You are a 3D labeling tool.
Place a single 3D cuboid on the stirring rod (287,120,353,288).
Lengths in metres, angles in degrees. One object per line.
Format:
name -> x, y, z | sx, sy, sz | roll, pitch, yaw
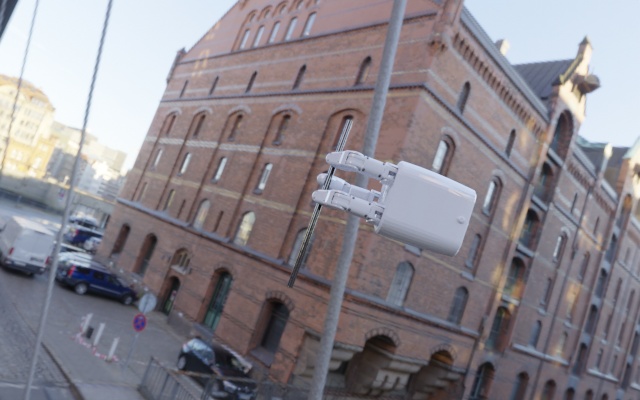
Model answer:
stirring rod -> 0.000, 0.002, 0.645 | 0.011, 0.239, 0.011 | 20, -7, 3
